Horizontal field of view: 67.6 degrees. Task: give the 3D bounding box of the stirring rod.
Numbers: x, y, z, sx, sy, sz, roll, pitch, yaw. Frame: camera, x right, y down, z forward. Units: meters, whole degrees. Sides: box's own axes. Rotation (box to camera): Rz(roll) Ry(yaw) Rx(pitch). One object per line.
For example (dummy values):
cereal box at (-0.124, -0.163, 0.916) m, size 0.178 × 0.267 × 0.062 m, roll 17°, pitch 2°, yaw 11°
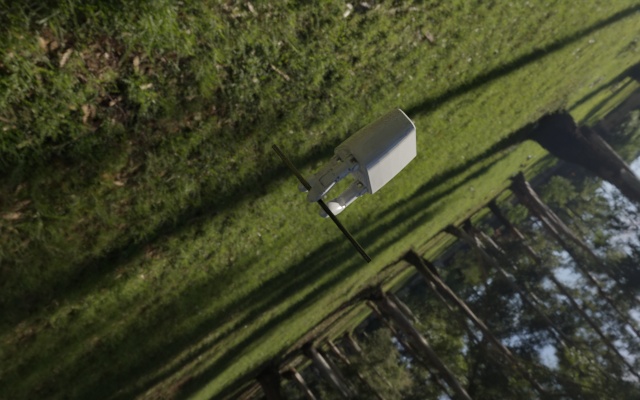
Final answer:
stirring rod at (0.000, 0.002, 0.750) m, size 0.011 × 0.239 × 0.011 m, roll -38°, pitch -10°, yaw -8°
